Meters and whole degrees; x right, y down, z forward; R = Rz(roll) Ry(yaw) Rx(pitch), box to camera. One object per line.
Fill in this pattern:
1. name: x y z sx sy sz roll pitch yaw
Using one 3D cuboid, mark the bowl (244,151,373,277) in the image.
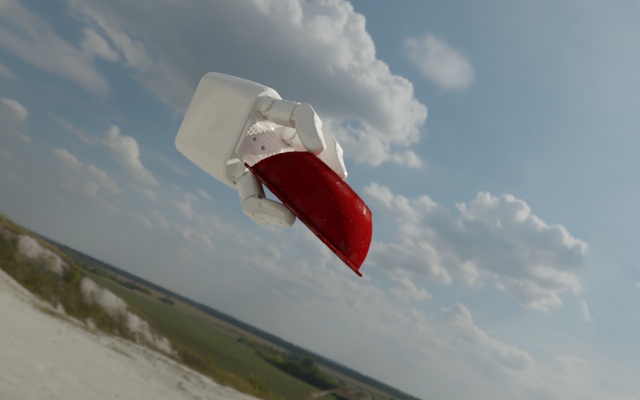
1. bowl: 0.001 0.002 0.478 0.162 0.055 0.162 44 -3 3
